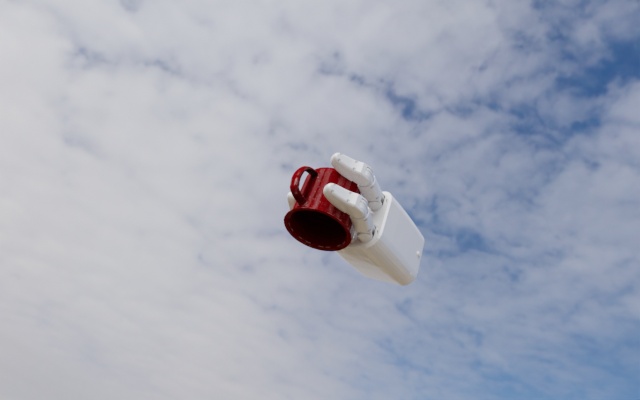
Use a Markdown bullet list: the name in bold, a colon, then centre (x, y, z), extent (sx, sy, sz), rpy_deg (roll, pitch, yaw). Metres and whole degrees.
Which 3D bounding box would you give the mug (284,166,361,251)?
- **mug**: centre (-0.001, 0.001, 0.642), extent (0.093, 0.081, 0.117), rpy_deg (-14, -48, 38)
